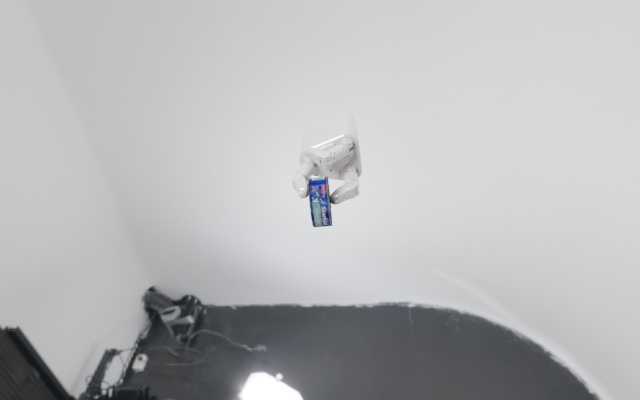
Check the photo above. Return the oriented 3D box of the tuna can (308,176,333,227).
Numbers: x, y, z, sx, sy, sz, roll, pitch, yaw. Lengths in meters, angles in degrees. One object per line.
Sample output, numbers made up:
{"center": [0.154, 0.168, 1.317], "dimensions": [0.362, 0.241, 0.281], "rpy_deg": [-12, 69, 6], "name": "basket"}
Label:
{"center": [0.000, 0.003, 0.810], "dimensions": [0.034, 0.086, 0.086], "rpy_deg": [-5, 0, 2], "name": "tuna can"}
